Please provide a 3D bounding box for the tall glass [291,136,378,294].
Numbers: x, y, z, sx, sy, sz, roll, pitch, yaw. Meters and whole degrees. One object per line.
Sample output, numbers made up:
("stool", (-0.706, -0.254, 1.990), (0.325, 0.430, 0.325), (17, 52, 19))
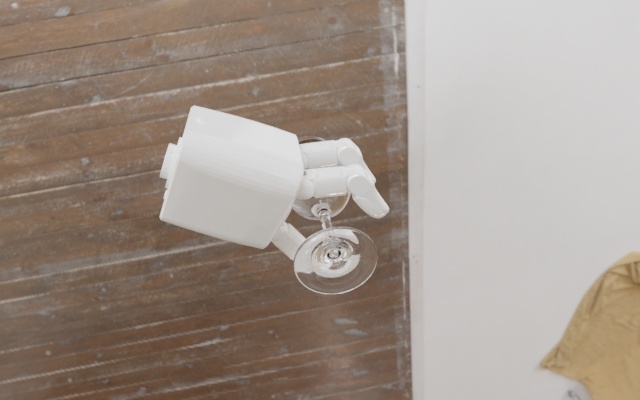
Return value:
("tall glass", (0.000, 0.002, 0.498), (0.079, 0.079, 0.201), (0, 32, -9))
